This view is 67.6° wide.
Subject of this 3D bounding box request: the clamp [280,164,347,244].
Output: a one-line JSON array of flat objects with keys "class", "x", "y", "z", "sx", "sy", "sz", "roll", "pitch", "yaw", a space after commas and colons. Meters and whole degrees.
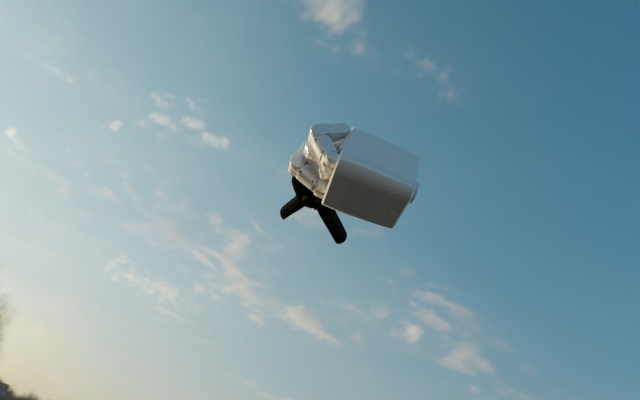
[{"class": "clamp", "x": 0.000, "y": 0.002, "z": 0.739, "sx": 0.120, "sy": 0.039, "sz": 0.172, "roll": 24, "pitch": -34, "yaw": 3}]
